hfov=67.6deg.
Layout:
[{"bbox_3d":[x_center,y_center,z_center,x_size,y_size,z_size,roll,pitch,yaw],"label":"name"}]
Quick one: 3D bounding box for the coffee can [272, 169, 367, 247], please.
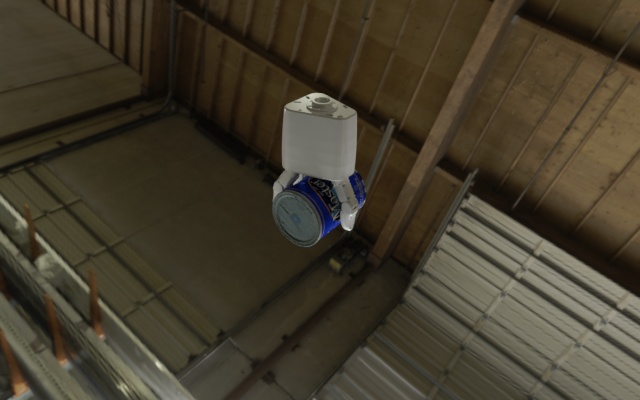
[{"bbox_3d":[0.000,0.003,0.834,0.103,0.103,0.140,0,25,42],"label":"coffee can"}]
